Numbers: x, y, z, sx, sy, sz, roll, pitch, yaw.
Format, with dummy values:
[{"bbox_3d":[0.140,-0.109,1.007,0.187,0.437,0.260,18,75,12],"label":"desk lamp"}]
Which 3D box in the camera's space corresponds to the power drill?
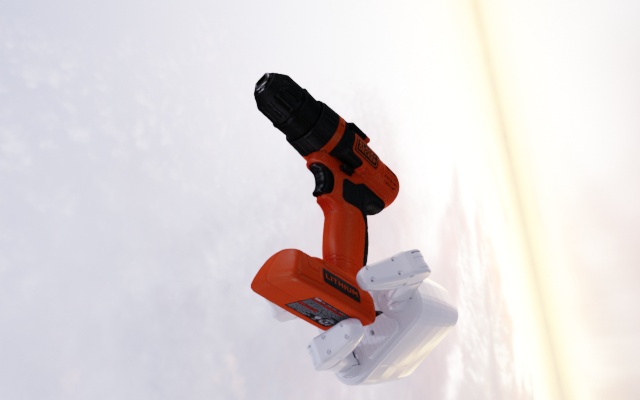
[{"bbox_3d":[0.000,0.002,0.410,0.057,0.187,0.184,-22,-47,39],"label":"power drill"}]
